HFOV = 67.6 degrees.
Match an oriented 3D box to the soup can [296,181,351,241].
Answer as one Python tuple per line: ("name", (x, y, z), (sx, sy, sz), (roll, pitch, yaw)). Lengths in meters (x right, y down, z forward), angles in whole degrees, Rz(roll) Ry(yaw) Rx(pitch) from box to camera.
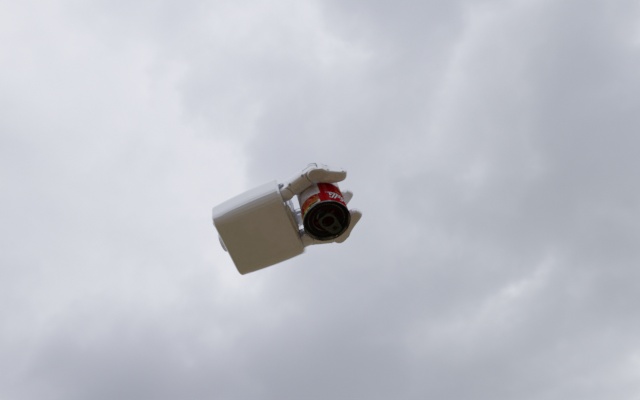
("soup can", (0.000, 0.002, 0.703), (0.068, 0.068, 0.102), (0, 32, -12))
